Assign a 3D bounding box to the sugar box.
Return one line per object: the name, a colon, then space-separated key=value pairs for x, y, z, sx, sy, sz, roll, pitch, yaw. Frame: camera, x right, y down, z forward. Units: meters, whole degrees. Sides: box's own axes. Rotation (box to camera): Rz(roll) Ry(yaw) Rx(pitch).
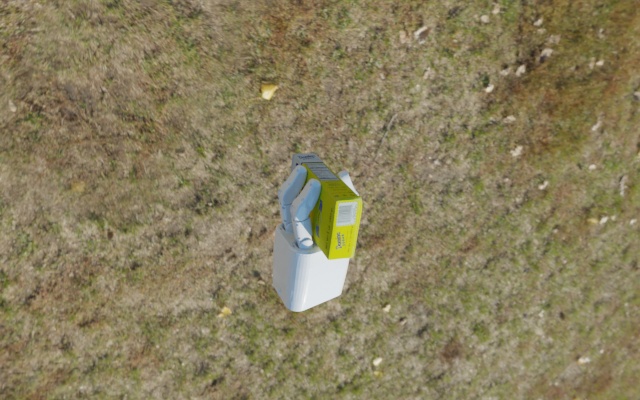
sugar box: x=0.000 y=0.003 z=0.704 sx=0.048 sy=0.093 sz=0.176 roll=-4 pitch=26 yaw=-25
